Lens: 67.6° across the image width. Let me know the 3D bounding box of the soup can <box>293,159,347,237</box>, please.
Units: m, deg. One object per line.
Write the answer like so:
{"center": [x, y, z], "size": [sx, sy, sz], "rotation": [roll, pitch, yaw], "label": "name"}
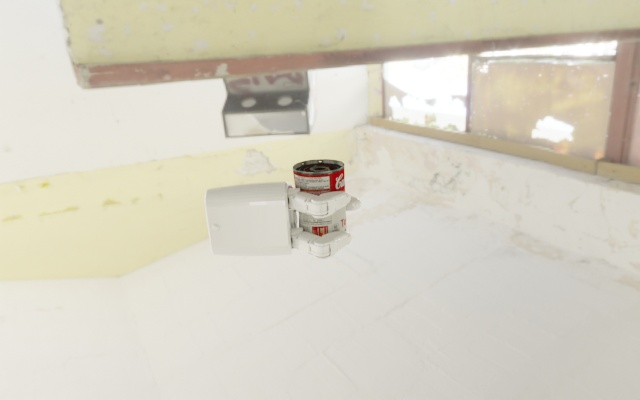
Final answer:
{"center": [0.001, 0.002, 0.638], "size": [0.068, 0.102, 0.068], "rotation": [-3, 18, 1], "label": "soup can"}
